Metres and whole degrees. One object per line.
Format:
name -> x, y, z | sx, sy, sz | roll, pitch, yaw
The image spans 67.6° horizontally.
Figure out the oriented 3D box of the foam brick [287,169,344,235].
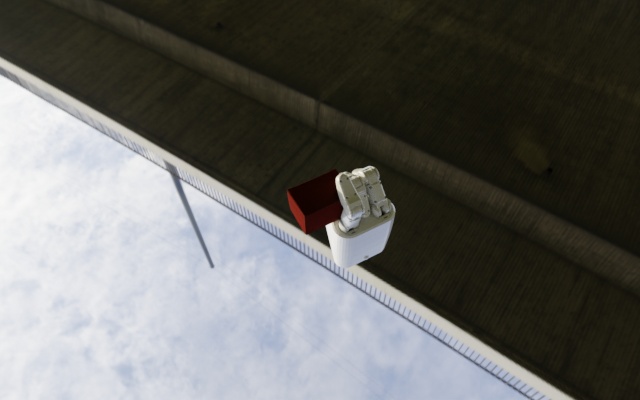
foam brick -> 0.000, 0.002, 0.668 | 0.078, 0.053, 0.051 | -24, -30, -15
